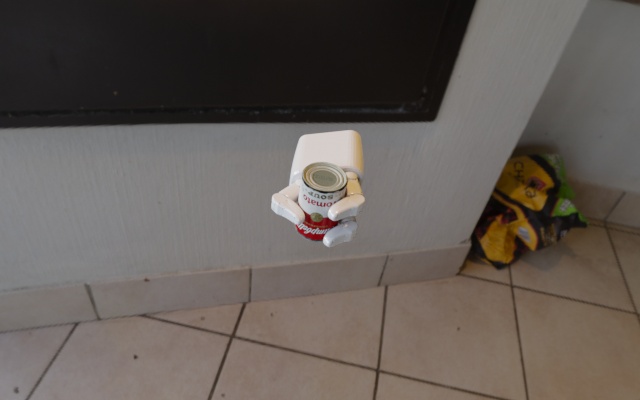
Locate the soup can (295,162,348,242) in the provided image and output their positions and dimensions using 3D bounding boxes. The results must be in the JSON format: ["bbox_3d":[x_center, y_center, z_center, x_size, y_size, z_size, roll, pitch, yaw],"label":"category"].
[{"bbox_3d":[0.000,0.002,0.706,0.068,0.102,0.068,6,43,-5],"label":"soup can"}]
